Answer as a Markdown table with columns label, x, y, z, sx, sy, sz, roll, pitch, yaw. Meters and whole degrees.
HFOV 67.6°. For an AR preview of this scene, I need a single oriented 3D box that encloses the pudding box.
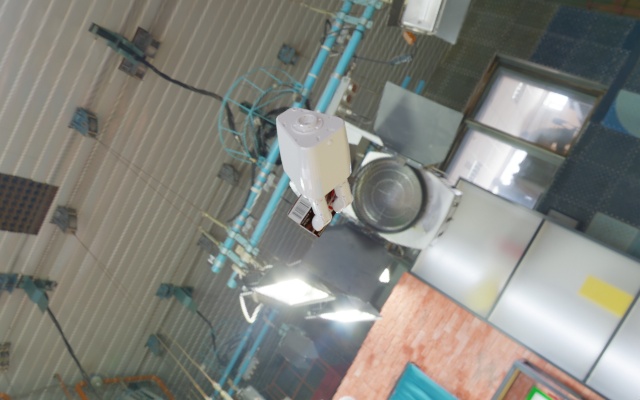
| label | x | y | z | sx | sy | sz | roll | pitch | yaw |
| --- | --- | --- | --- | --- | --- | --- | --- | --- | --- |
| pudding box | 0.000 | 0.003 | 0.865 | 0.039 | 0.113 | 0.090 | 35 | -2 | 31 |
